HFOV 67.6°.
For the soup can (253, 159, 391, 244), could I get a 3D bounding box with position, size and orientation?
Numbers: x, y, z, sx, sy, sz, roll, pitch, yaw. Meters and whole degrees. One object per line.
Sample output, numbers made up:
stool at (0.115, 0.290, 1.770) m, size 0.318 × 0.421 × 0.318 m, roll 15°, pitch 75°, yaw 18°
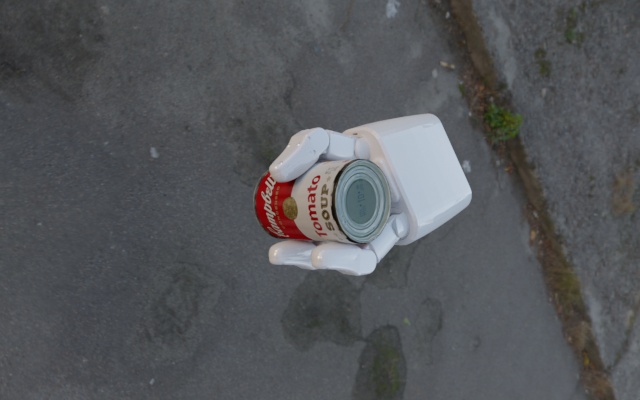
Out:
soup can at (0.000, 0.001, 0.403) m, size 0.068 × 0.068 × 0.102 m, roll 0°, pitch 0°, yaw -43°
